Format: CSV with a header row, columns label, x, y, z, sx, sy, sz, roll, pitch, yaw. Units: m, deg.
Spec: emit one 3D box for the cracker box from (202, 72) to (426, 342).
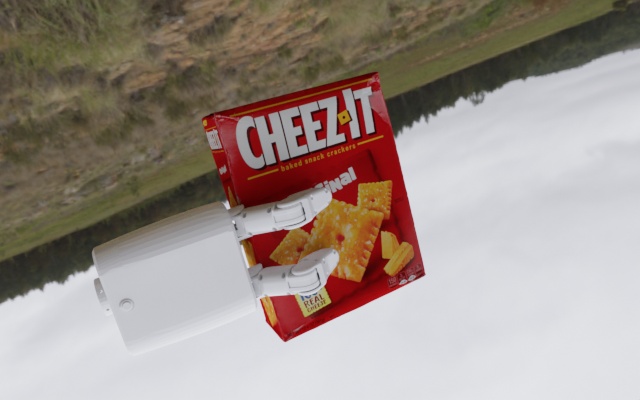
label,x,y,z,sx,sy,sz,roll,pitch,yaw
cracker box,0.000,0.002,0.462,0.164,0.214,0.072,-19,13,-20
